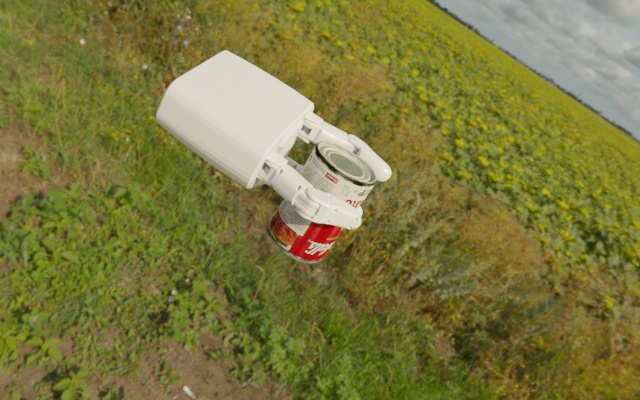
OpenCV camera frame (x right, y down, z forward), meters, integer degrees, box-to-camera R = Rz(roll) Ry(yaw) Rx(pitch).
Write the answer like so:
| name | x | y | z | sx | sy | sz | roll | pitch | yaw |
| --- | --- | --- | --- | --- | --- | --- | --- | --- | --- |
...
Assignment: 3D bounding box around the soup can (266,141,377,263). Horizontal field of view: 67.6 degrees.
| name | x | y | z | sx | sy | sz | roll | pitch | yaw |
| --- | --- | --- | --- | --- | --- | --- | --- | --- | --- |
| soup can | 0.001 | 0.002 | 0.467 | 0.068 | 0.102 | 0.068 | 26 | 26 | -14 |
